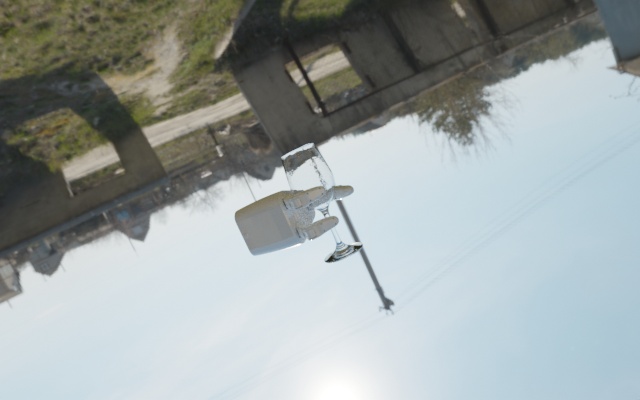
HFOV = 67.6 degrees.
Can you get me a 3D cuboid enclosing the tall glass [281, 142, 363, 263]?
[{"bbox_3d":[0.001,0.003,0.826,0.079,0.201,0.079,-23,8,4],"label":"tall glass"}]
